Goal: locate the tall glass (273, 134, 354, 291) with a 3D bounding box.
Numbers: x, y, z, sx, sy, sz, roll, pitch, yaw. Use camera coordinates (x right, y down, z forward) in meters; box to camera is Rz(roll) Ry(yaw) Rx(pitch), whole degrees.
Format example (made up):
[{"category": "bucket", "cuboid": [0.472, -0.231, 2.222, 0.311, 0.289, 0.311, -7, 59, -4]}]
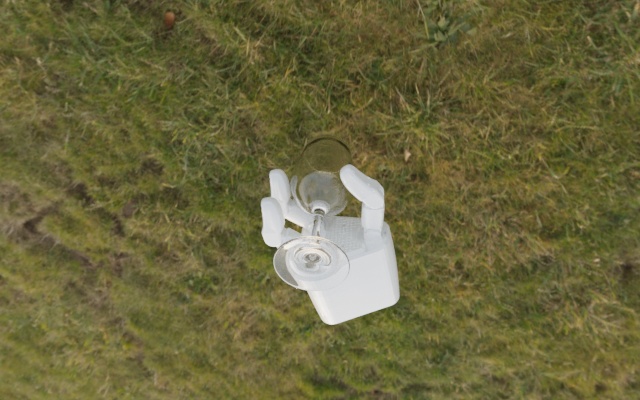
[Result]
[{"category": "tall glass", "cuboid": [0.000, 0.002, 0.536, 0.079, 0.079, 0.201, 0, 38, 6]}]
